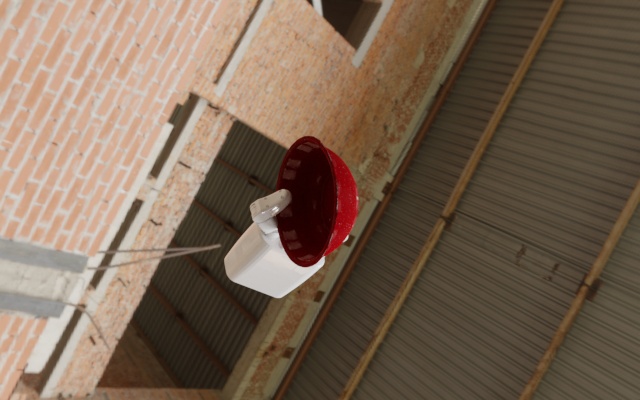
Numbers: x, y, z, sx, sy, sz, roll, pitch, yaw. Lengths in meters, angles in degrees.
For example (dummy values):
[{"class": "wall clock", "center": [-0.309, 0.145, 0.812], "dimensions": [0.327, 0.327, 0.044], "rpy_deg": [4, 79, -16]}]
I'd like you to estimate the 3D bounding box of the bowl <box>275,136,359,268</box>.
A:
[{"class": "bowl", "center": [0.001, 0.001, 0.598], "dimensions": [0.055, 0.162, 0.162], "rpy_deg": [2, -1, -29]}]
